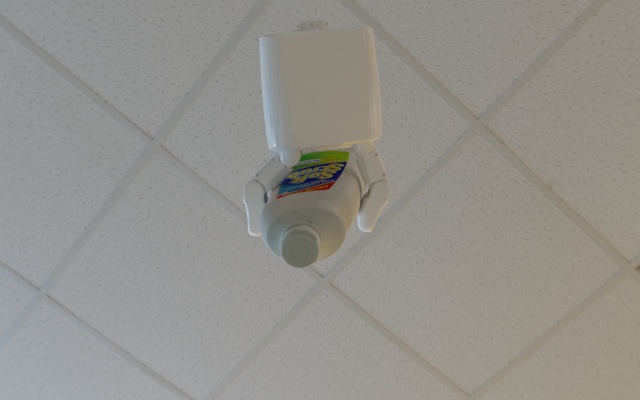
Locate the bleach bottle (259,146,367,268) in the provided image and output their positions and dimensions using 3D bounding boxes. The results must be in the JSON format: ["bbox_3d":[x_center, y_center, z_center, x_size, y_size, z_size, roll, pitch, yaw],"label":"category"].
[{"bbox_3d":[0.000,0.002,0.482,0.102,0.068,0.250,-4,17,5],"label":"bleach bottle"}]
